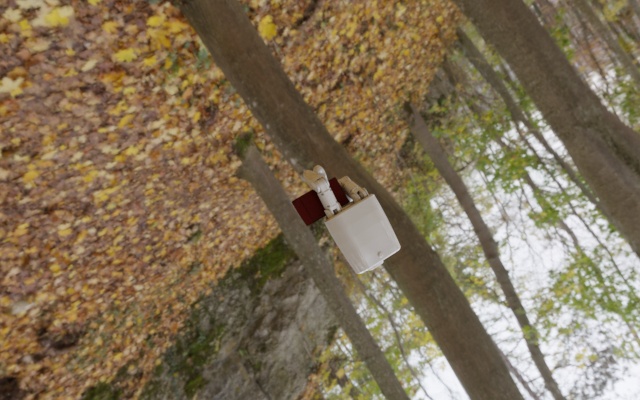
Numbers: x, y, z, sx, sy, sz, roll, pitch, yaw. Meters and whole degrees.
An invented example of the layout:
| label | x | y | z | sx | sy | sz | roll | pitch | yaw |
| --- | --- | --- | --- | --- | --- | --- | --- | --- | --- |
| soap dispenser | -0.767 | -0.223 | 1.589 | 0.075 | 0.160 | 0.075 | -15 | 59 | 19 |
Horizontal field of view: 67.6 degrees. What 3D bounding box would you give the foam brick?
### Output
| label | x | y | z | sx | sy | sz | roll | pitch | yaw |
| --- | --- | --- | --- | --- | --- | --- | --- | --- | --- |
| foam brick | 0.000 | 0.003 | 0.827 | 0.078 | 0.051 | 0.053 | -29 | 0 | -18 |
